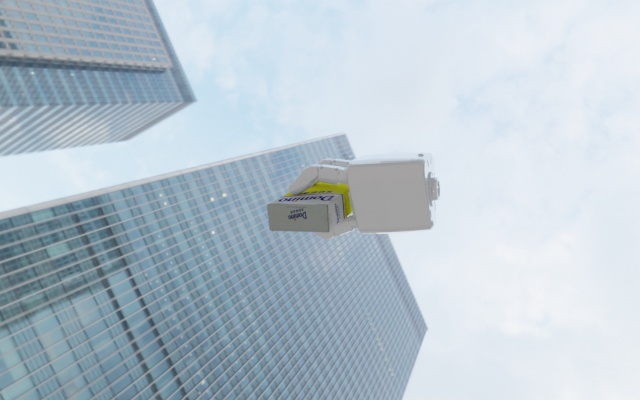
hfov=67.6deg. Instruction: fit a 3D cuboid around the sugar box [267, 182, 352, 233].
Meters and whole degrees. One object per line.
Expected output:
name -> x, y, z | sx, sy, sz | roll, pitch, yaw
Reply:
sugar box -> 0.000, 0.002, 0.724 | 0.093, 0.048, 0.176 | 0, 12, 21
